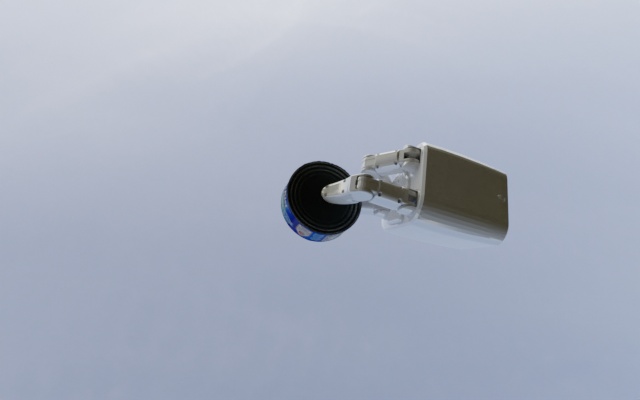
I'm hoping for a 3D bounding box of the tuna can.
[{"bbox_3d":[0.000,0.002,0.529,0.086,0.086,0.034,0,-21,-20],"label":"tuna can"}]
